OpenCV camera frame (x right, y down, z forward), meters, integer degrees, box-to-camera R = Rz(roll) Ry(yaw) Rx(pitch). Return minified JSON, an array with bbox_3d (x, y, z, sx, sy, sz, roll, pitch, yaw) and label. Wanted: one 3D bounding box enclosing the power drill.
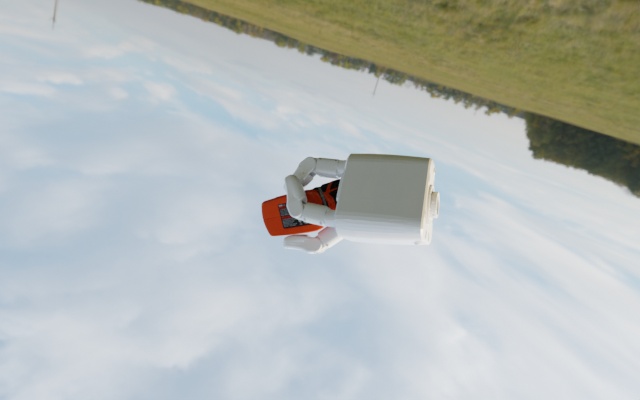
[{"bbox_3d":[0.000,0.002,0.723,0.184,0.057,0.187,-14,5,38],"label":"power drill"}]
